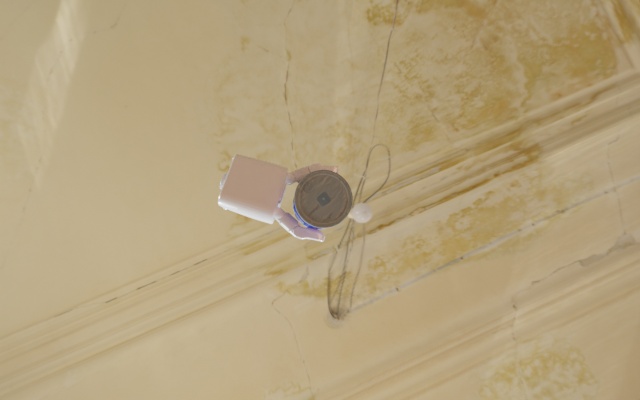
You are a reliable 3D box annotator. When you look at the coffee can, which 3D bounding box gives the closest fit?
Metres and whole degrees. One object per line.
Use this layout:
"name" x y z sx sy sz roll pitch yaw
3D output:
"coffee can" 0.000 0.003 0.900 0.103 0.103 0.140 0 -5 -4
